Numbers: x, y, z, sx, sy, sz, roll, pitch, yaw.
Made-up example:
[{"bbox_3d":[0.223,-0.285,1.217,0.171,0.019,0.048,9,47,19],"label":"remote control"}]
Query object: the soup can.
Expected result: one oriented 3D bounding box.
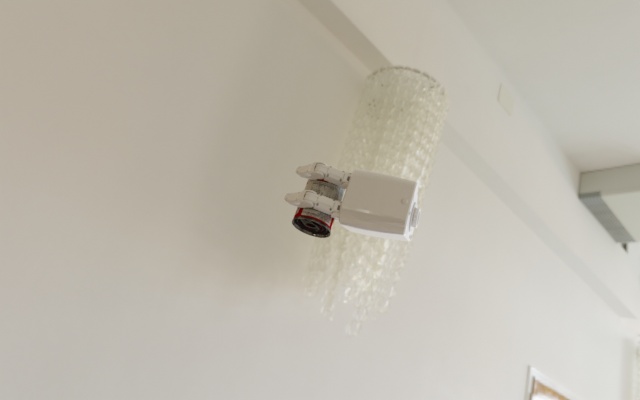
[{"bbox_3d":[0.000,0.002,0.807,0.068,0.102,0.068,16,-24,8],"label":"soup can"}]
